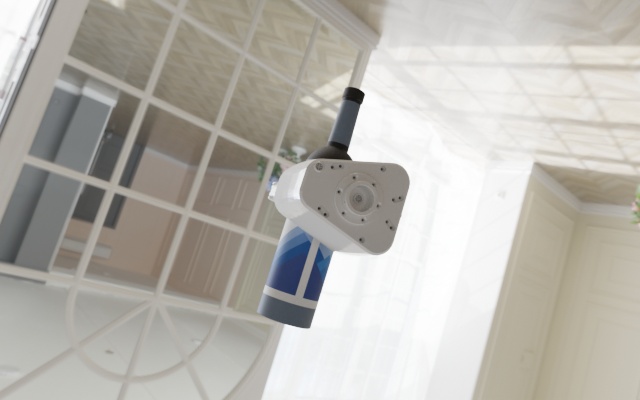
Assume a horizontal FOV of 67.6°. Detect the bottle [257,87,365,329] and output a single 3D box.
[{"bbox_3d":[0.000,0.002,0.582,0.069,0.295,0.069,17,-7,2],"label":"bottle"}]
